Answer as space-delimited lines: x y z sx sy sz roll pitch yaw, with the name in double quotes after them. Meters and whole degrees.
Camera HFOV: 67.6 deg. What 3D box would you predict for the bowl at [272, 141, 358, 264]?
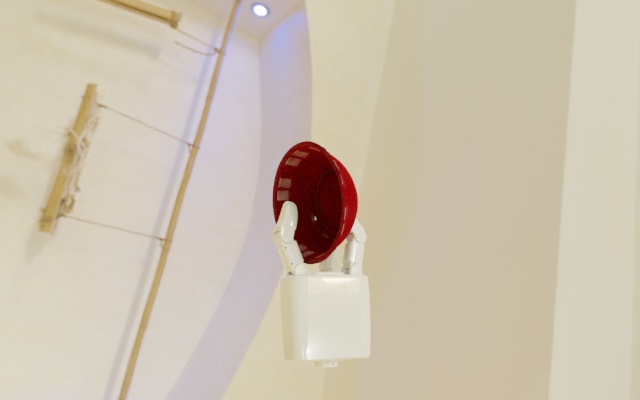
0.000 0.001 0.642 0.055 0.162 0.162 -4 2 -38 "bowl"
